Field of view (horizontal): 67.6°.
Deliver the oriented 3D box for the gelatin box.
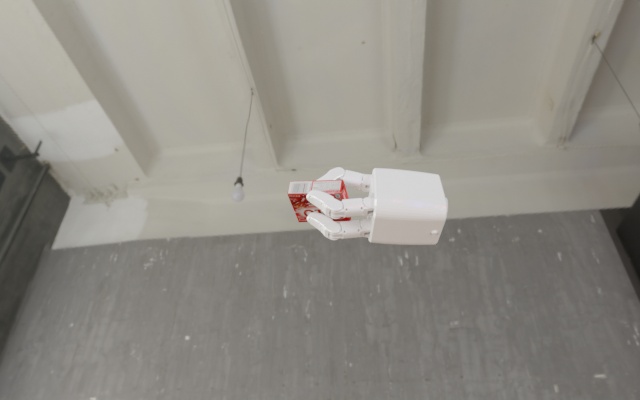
[{"bbox_3d":[0.000,0.002,0.753,0.089,0.030,0.073,-1,-39,15],"label":"gelatin box"}]
